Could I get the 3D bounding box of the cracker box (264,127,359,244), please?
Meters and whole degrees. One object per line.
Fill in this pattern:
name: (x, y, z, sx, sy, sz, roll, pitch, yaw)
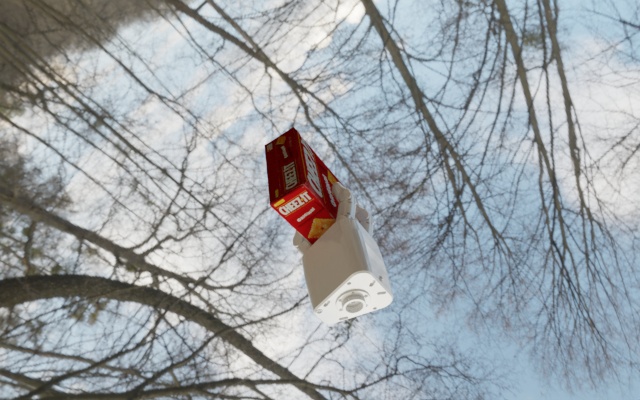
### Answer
cracker box: (0.000, 0.003, 0.804, 0.072, 0.164, 0.214, -31, -52, 15)
